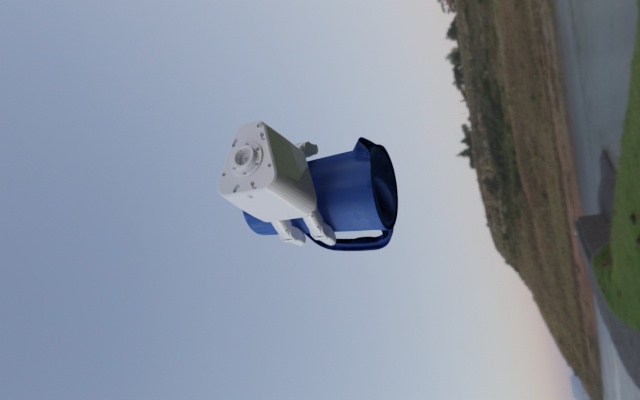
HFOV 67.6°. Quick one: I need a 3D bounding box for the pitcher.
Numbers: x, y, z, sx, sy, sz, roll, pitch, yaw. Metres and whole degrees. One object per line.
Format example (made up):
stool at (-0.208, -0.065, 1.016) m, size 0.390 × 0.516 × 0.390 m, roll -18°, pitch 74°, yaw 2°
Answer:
pitcher at (0.000, 0.002, 0.781) m, size 0.243 × 0.149 × 0.145 m, roll -8°, pitch -20°, yaw 25°
